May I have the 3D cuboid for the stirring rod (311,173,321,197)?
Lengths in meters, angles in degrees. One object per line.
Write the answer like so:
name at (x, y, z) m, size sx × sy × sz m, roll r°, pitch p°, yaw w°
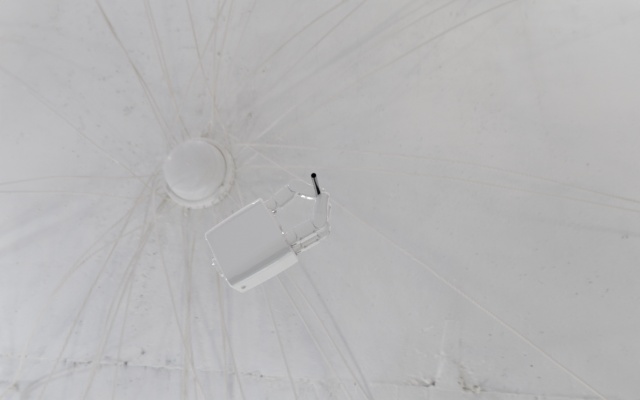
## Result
stirring rod at (0.000, 0.002, 0.771) m, size 0.011 × 0.011 × 0.240 m, roll 0°, pitch -18°, yaw 5°
